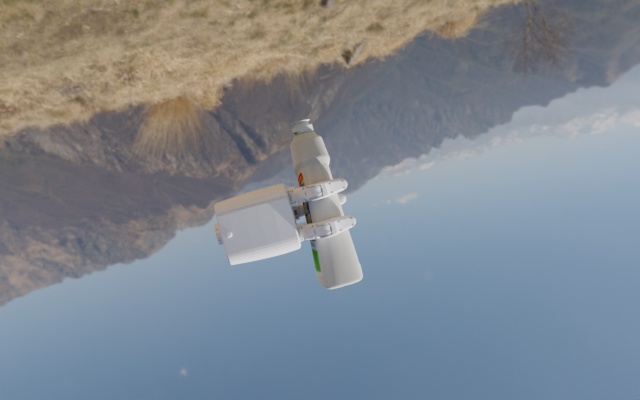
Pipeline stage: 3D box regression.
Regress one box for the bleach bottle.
[{"bbox_3d":[0.000,0.002,0.732,0.068,0.251,0.102,-15,4,-8],"label":"bleach bottle"}]
